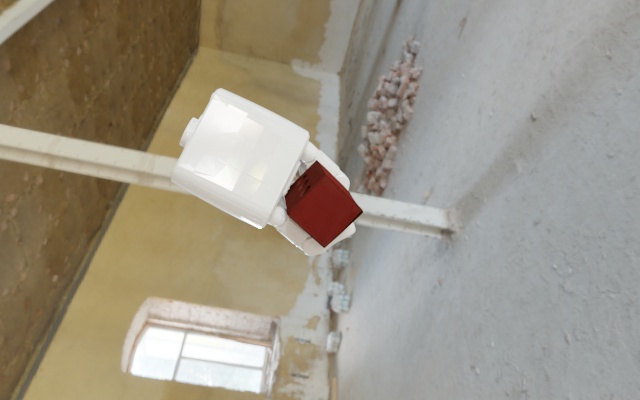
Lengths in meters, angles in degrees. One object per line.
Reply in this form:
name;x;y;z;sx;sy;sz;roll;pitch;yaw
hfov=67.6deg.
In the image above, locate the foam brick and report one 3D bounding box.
foam brick;0.000;0.002;0.473;0.051;0.053;0.078;44;6;-16
